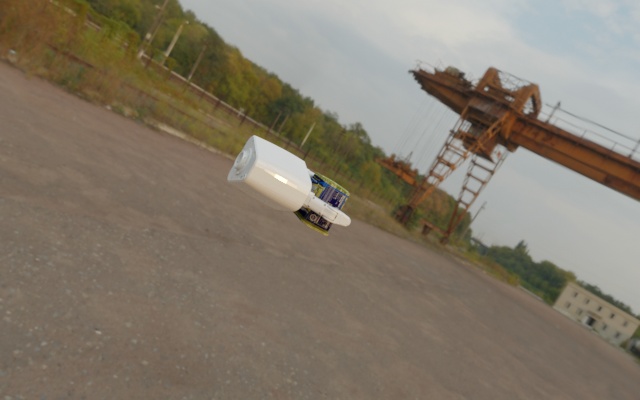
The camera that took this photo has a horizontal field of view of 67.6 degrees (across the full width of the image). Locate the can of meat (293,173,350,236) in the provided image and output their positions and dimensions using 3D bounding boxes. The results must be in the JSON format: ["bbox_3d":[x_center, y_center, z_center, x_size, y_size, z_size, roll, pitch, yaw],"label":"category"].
[{"bbox_3d":[0.000,0.003,0.845,0.057,0.084,0.102,29,5,-23],"label":"can of meat"}]
